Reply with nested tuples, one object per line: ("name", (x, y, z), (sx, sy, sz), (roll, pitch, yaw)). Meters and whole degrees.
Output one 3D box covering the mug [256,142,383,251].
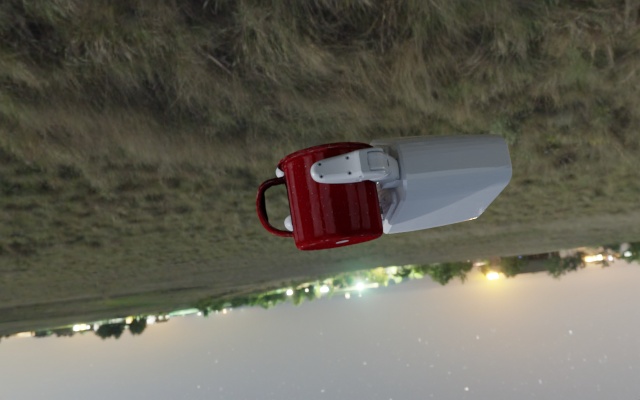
("mug", (-0.001, 0.002, 0.437), (0.117, 0.081, 0.093), (-8, -11, -8))
